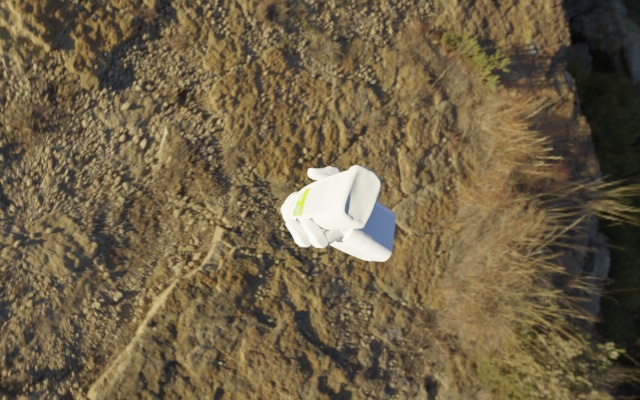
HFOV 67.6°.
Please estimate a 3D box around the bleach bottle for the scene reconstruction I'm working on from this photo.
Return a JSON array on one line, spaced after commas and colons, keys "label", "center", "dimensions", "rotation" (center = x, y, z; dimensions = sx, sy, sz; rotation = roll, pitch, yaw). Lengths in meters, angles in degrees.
[{"label": "bleach bottle", "center": [0.000, 0.003, 0.866], "dimensions": [0.068, 0.102, 0.251], "rotation": [29, -18, -26]}]
